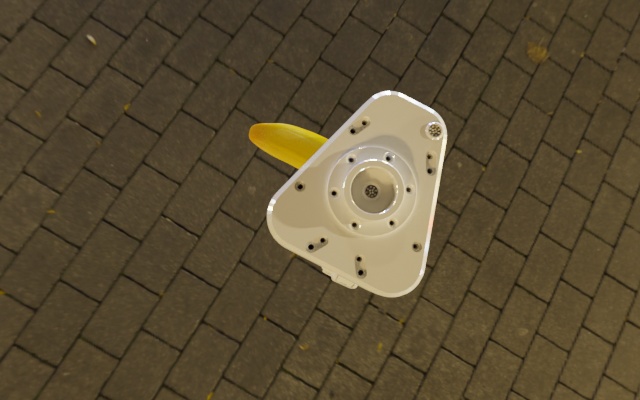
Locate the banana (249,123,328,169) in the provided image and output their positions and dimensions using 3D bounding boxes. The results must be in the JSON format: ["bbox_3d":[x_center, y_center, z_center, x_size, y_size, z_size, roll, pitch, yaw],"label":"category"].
[{"bbox_3d":[0.017,-0.007,0.440,0.069,0.198,0.037,-38,1,6],"label":"banana"}]
